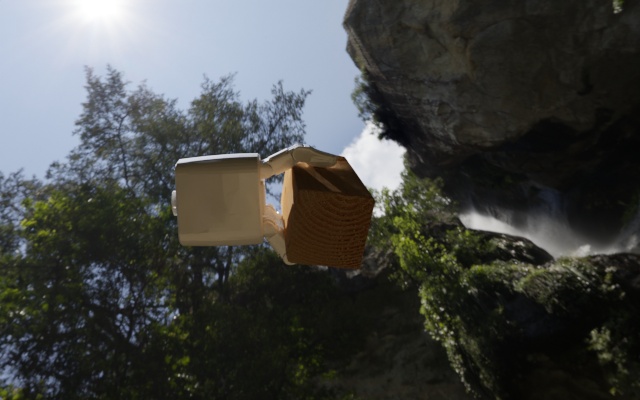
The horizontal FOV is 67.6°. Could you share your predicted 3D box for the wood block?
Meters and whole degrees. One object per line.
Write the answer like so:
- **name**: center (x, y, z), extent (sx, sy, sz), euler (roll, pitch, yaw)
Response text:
- **wood block**: center (0.000, 0.002, 0.632), extent (0.090, 0.091, 0.206), euler (7, 18, -9)
